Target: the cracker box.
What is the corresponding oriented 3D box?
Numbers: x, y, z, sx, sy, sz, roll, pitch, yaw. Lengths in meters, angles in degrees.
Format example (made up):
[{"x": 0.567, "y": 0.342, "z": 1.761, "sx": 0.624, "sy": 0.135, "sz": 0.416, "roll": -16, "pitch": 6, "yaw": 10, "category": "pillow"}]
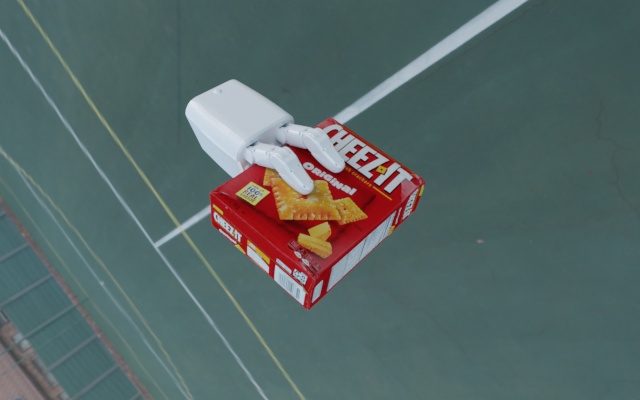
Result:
[{"x": 0.000, "y": 0.002, "z": 0.585, "sx": 0.164, "sy": 0.072, "sz": 0.213, "roll": 38, "pitch": 54, "yaw": 21, "category": "cracker box"}]
